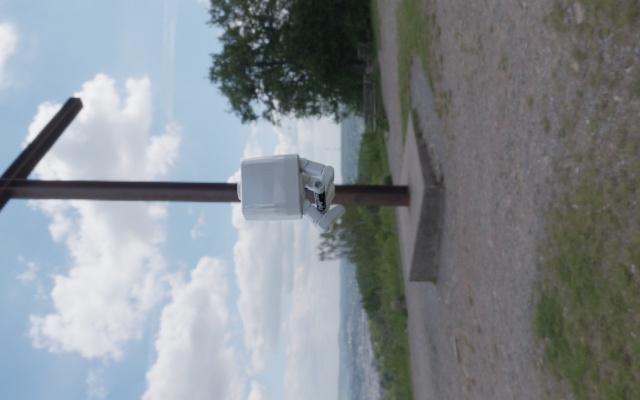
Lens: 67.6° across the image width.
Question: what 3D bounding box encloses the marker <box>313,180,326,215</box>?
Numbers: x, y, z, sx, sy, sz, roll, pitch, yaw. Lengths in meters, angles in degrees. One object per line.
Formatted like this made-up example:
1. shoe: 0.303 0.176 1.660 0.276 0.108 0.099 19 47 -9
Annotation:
1. marker: 0.000 0.003 0.827 0.020 0.020 0.121 0 -28 3
